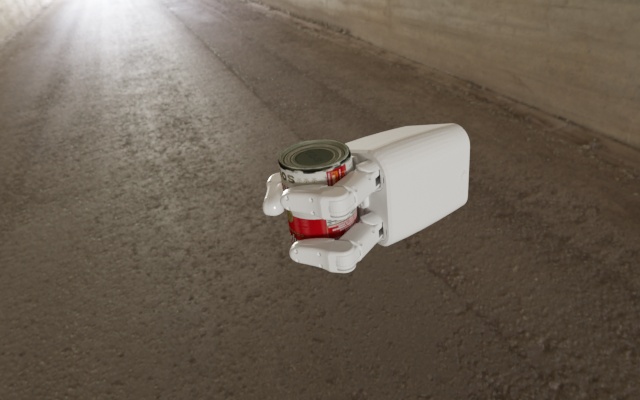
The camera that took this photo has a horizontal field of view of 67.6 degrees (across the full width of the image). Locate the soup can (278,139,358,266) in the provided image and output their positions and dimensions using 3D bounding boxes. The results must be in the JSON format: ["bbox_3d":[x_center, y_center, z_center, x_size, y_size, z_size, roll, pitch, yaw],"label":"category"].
[{"bbox_3d":[0.000,0.001,0.451,0.068,0.102,0.068,-6,29,3],"label":"soup can"}]
